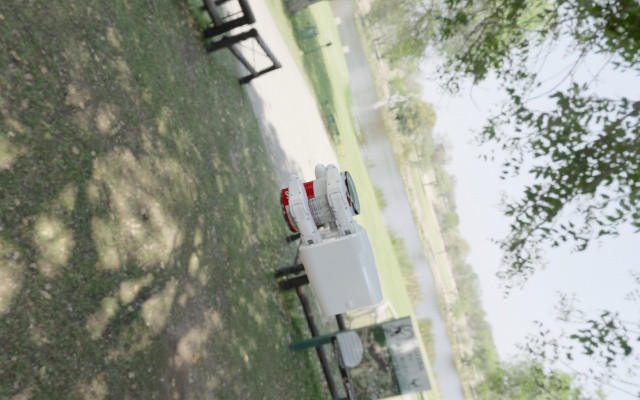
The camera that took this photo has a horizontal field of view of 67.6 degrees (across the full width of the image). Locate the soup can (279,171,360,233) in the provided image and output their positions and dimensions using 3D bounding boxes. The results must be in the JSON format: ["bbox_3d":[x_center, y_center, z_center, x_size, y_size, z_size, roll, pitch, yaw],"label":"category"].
[{"bbox_3d":[0.000,0.002,0.693,0.102,0.068,0.068,-16,-4,12],"label":"soup can"}]
